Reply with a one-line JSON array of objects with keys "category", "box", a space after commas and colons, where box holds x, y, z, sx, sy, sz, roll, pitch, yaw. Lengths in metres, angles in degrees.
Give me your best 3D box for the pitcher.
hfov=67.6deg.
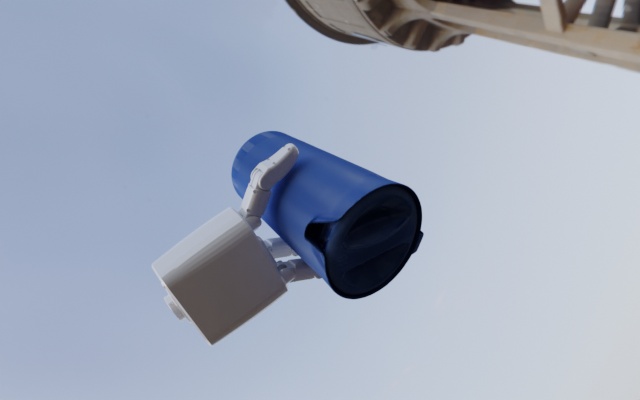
[{"category": "pitcher", "box": [0.000, 0.002, 0.580, 0.145, 0.149, 0.242, -37, 42, -17]}]
